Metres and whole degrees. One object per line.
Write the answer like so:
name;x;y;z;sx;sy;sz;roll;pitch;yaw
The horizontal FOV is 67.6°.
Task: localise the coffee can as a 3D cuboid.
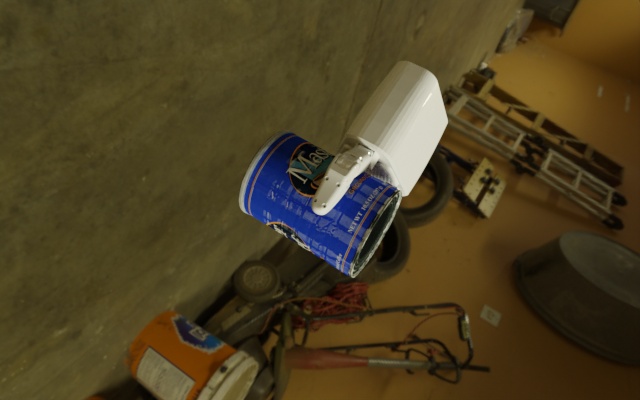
coffee can;0.000;0.002;0.506;0.140;0.103;0.103;30;9;16
